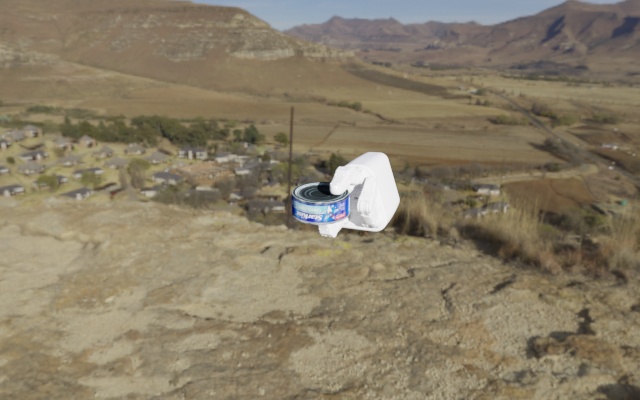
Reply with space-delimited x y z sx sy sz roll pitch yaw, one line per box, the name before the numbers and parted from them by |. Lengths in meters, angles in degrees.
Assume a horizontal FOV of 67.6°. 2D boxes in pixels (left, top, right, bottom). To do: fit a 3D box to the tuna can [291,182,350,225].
tuna can | 0.000 0.002 0.693 0.086 0.034 0.086 0 23 0
